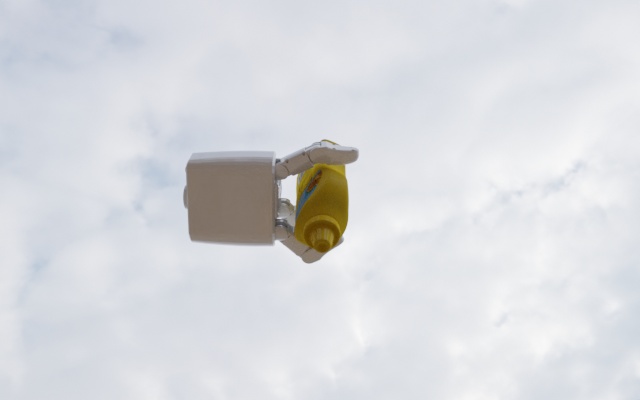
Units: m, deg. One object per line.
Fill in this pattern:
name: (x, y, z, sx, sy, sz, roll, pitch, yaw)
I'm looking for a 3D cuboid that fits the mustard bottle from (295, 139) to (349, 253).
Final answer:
mustard bottle: (0.000, 0.002, 0.587, 0.058, 0.096, 0.191, 23, 26, -13)
